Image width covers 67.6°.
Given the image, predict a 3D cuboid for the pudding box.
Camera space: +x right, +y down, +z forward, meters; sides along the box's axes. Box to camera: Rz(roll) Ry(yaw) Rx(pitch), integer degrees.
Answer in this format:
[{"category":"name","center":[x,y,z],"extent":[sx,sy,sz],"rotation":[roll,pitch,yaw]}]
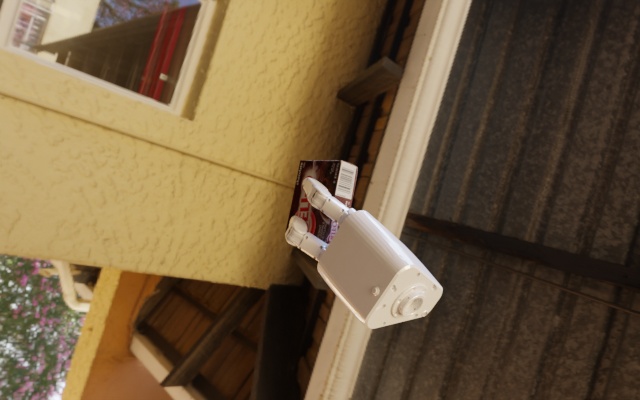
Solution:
[{"category":"pudding box","center":[0.000,0.002,0.657],"extent":[0.039,0.113,0.090],"rotation":[18,-8,-40]}]
